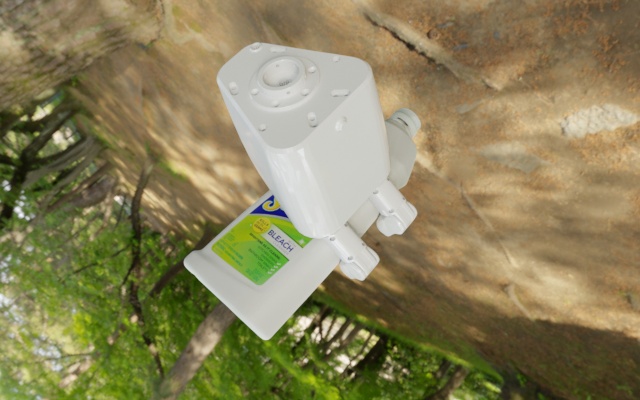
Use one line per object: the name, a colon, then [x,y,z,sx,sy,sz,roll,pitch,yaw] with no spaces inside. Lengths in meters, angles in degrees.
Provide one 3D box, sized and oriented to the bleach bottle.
bleach bottle: [0.000,0.002,0.446,0.102,0.250,0.068,33,-19,31]
